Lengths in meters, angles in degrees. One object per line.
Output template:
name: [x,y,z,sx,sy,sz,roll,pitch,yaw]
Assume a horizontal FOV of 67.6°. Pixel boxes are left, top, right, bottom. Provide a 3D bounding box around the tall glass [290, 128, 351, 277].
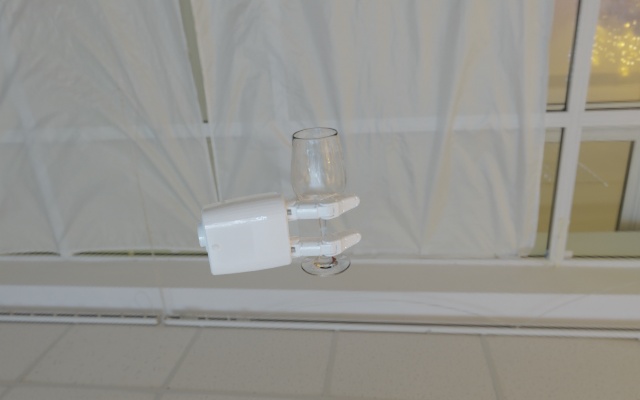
tall glass: [0.000,0.003,0.675,0.079,0.201,0.079,-4,22,1]
